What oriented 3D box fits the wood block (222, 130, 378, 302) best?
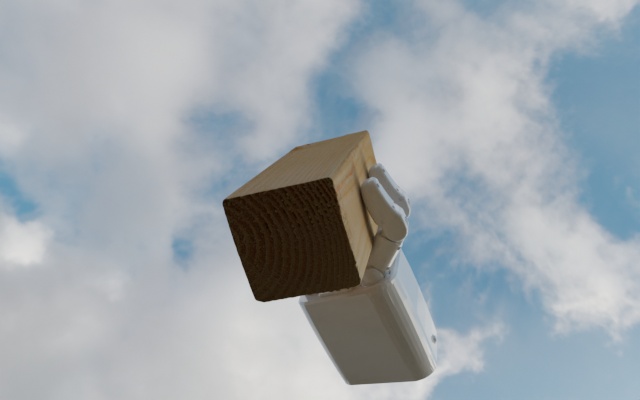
[{"bbox_3d":[0.000,0.002,0.451,0.091,0.090,0.206,-12,14,16],"label":"wood block"}]
